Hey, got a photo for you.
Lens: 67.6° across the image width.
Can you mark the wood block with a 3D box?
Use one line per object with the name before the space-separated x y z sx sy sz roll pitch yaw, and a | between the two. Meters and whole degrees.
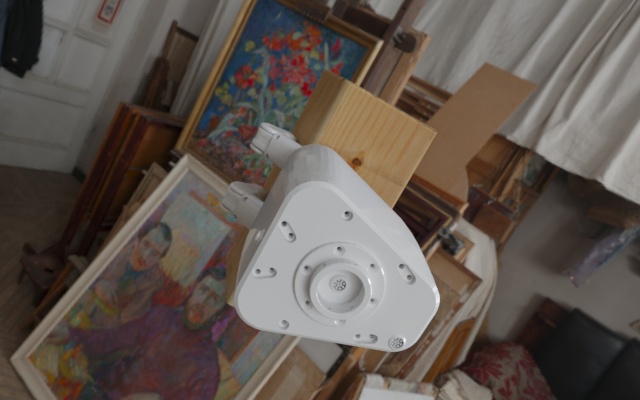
wood block | 0.000 0.002 0.427 0.091 0.206 0.090 25 14 -19
